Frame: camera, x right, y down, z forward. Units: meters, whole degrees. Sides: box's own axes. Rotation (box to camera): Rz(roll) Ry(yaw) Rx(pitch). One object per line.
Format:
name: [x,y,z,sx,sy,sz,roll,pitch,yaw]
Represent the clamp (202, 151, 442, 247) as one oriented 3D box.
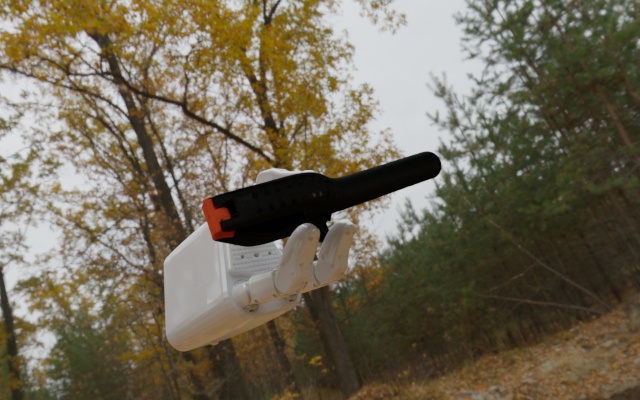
clamp: [-0.001,0.001,0.402,0.164,0.036,0.210,-34,-19,32]
